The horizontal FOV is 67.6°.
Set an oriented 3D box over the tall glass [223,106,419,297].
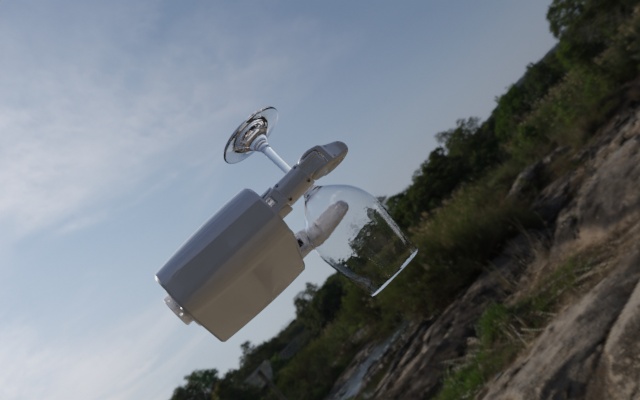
[{"bbox_3d":[0.000,0.001,0.465,0.201,0.079,0.079,43,10,11],"label":"tall glass"}]
